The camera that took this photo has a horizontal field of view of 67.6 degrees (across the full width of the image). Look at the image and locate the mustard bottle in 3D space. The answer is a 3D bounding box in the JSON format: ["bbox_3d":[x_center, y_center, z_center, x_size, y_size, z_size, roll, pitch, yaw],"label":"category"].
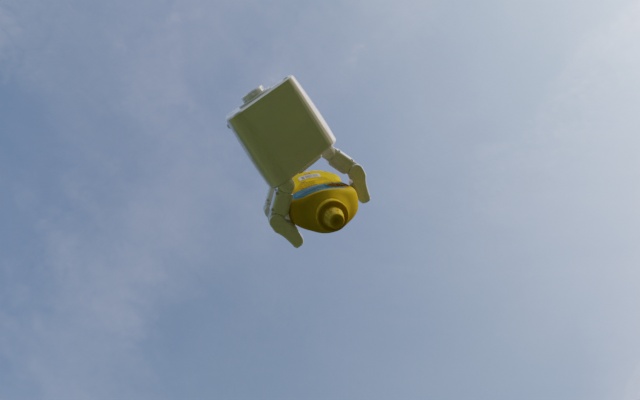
[{"bbox_3d":[0.000,0.002,0.659,0.096,0.058,0.191,-11,15,-10],"label":"mustard bottle"}]
